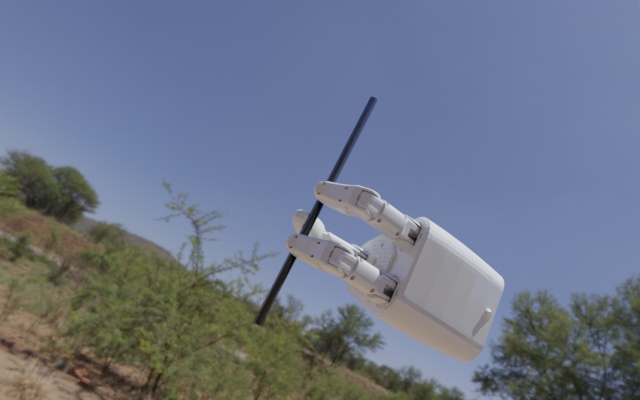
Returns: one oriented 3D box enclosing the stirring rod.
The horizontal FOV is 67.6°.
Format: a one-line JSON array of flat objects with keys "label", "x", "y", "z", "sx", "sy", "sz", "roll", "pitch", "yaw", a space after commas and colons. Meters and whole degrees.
[{"label": "stirring rod", "x": 0.000, "y": 0.002, "z": 0.434, "sx": 0.011, "sy": 0.239, "sz": 0.011, "roll": 24, "pitch": -19, "yaw": 9}]
